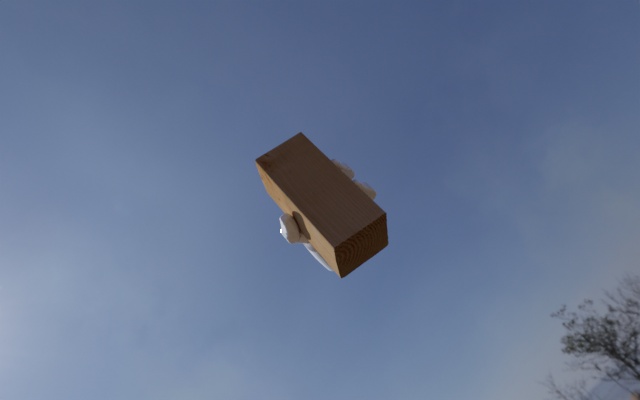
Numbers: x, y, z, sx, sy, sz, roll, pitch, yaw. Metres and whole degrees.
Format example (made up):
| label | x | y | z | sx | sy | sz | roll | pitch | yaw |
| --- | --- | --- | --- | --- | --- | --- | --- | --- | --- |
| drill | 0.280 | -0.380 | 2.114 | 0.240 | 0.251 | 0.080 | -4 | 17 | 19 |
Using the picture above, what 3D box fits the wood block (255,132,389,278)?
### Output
| label | x | y | z | sx | sy | sz | roll | pitch | yaw |
| --- | --- | --- | --- | --- | --- | --- | --- | --- | --- |
| wood block | 0.000 | 0.003 | 0.717 | 0.091 | 0.206 | 0.090 | -34 | -35 | -15 |
